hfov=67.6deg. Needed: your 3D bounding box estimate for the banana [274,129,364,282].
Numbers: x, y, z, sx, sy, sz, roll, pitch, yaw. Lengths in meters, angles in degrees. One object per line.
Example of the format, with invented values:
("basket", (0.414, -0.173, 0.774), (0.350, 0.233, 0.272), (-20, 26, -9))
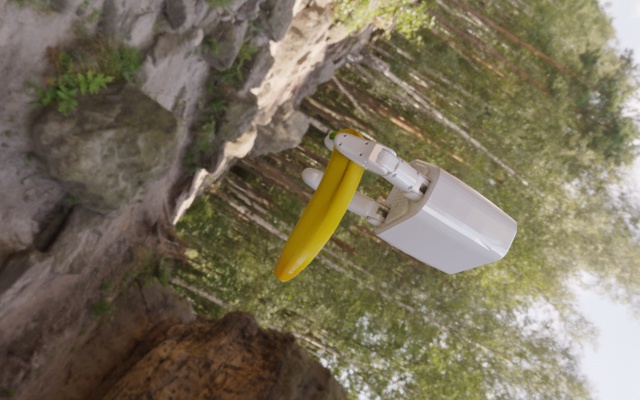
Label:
("banana", (0.010, -0.008, 0.480), (0.037, 0.197, 0.070), (32, -35, -13))
